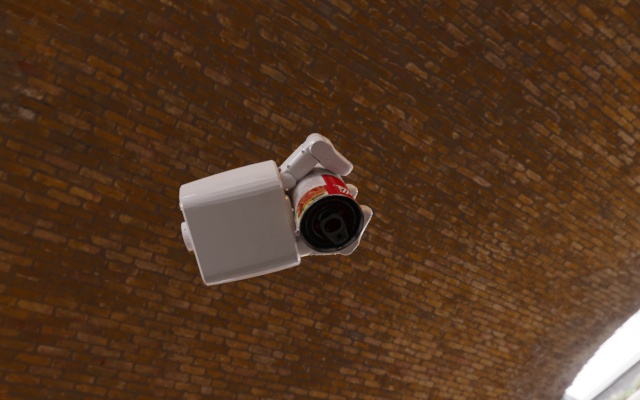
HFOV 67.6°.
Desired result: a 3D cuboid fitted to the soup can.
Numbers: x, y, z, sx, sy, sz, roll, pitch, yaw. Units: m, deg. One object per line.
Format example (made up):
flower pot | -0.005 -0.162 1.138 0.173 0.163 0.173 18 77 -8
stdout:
soup can | 0.000 0.001 0.523 0.068 0.068 0.102 0 27 -15
